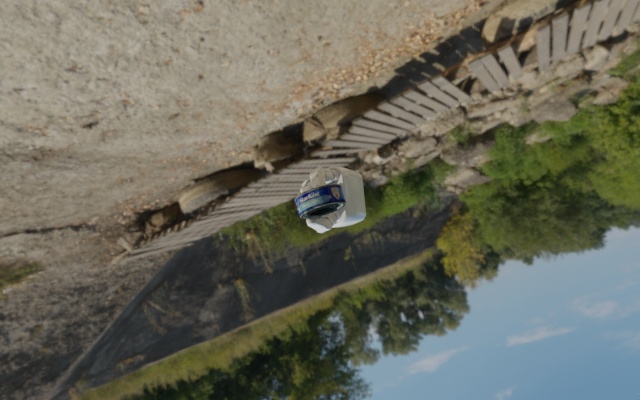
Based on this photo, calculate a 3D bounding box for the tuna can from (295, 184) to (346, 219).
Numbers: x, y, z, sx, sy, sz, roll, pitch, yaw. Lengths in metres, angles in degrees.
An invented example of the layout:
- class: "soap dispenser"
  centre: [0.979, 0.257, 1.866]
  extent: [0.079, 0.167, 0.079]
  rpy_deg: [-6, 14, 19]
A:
- class: "tuna can"
  centre: [0.000, 0.003, 0.833]
  extent: [0.086, 0.033, 0.086]
  rpy_deg: [-16, -13, -4]
